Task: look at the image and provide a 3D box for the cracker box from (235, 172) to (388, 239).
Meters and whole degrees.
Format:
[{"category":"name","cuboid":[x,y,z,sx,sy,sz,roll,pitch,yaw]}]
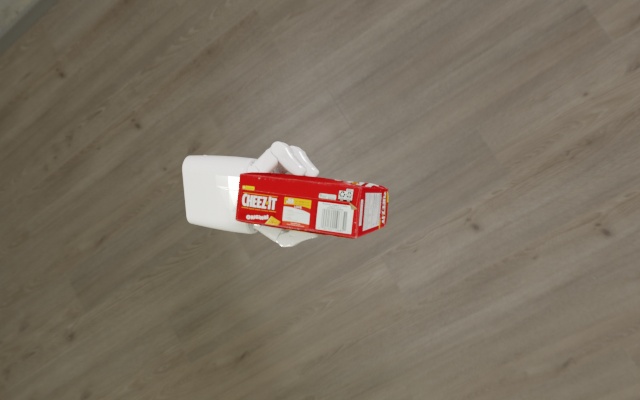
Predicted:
[{"category":"cracker box","cuboid":[0.000,0.002,0.687,0.164,0.072,0.213,7,3,17]}]
